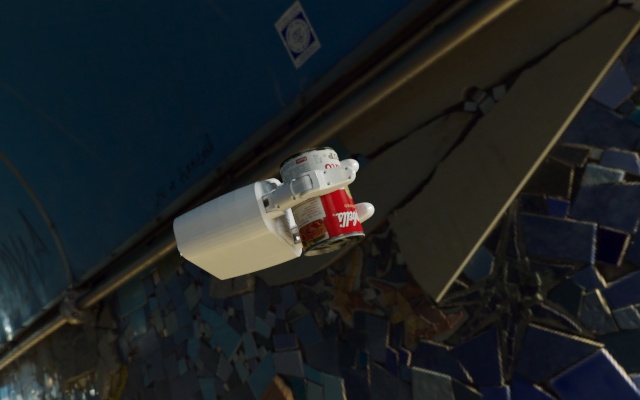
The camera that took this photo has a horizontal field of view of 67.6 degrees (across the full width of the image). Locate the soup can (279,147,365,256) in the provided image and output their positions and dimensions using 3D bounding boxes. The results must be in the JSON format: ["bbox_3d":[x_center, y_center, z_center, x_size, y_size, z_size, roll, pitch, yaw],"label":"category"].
[{"bbox_3d":[0.000,0.001,0.520,0.068,0.102,0.068,-17,-15,-4],"label":"soup can"}]
